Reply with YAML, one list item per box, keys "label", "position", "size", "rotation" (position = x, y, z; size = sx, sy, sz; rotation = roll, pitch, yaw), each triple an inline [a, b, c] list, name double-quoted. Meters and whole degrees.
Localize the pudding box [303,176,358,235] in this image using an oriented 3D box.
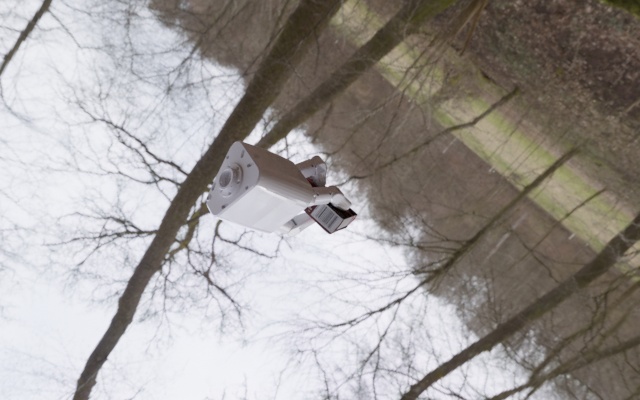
- label: "pudding box"
  position: [0.000, 0.003, 0.790]
  size: [0.113, 0.039, 0.090]
  rotation: [44, 16, 11]
